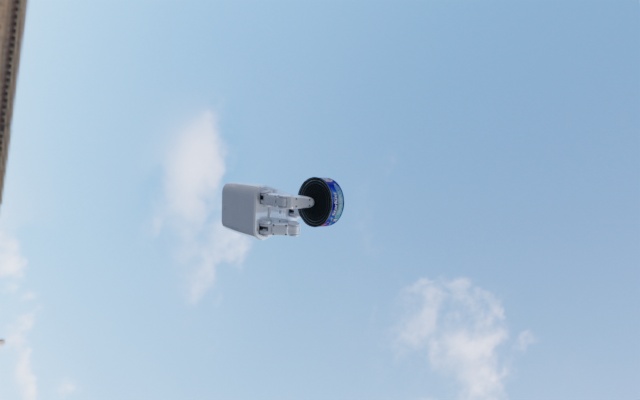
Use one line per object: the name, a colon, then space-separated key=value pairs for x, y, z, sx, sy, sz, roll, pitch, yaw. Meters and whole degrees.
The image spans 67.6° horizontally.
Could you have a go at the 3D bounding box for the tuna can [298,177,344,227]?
tuna can: x=0.001 y=0.003 z=0.821 sx=0.034 sy=0.086 sz=0.086 roll=-1 pitch=0 yaw=-44
